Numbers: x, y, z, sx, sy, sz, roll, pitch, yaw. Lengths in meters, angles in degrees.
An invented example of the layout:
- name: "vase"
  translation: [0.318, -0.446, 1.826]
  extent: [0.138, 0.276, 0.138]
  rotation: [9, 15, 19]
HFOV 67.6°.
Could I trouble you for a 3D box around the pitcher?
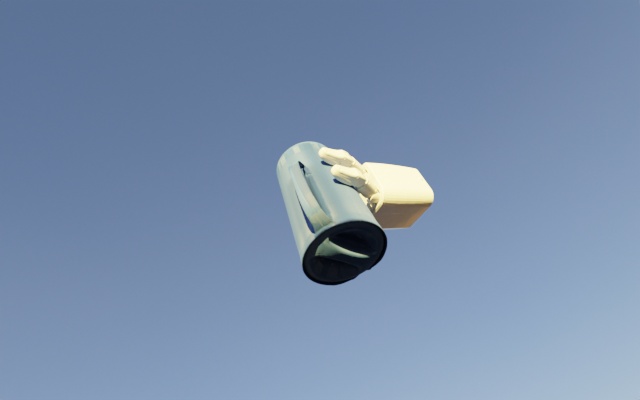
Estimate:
- name: "pitcher"
  translation: [0.000, 0.003, 0.777]
  extent: [0.145, 0.149, 0.242]
  rotation: [1, 38, -23]
